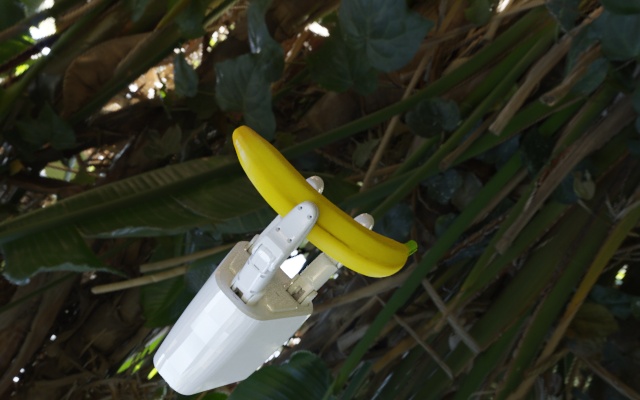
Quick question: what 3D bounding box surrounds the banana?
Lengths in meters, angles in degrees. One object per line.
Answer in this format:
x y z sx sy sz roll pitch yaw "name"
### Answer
0.002 0.011 0.402 0.198 0.037 0.069 36 21 -13 "banana"
